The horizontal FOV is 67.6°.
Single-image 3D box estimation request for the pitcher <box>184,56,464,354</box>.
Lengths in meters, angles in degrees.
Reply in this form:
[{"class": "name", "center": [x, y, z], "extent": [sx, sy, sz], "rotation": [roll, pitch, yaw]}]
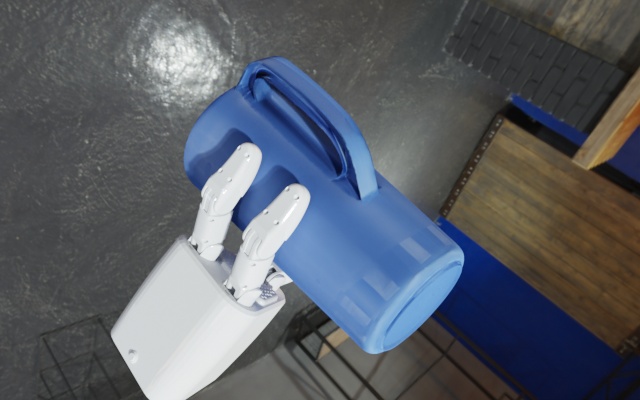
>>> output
[{"class": "pitcher", "center": [0.000, 0.001, 0.409], "extent": [0.242, 0.145, 0.149], "rotation": [43, 6, 28]}]
